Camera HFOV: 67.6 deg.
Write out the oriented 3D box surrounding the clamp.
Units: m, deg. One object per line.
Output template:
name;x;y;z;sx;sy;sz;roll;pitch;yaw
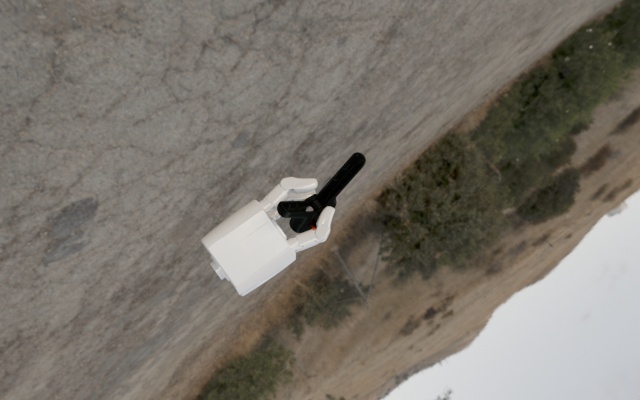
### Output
clamp;0.000;0.004;0.802;0.164;0.036;0.210;-35;-14;-13
